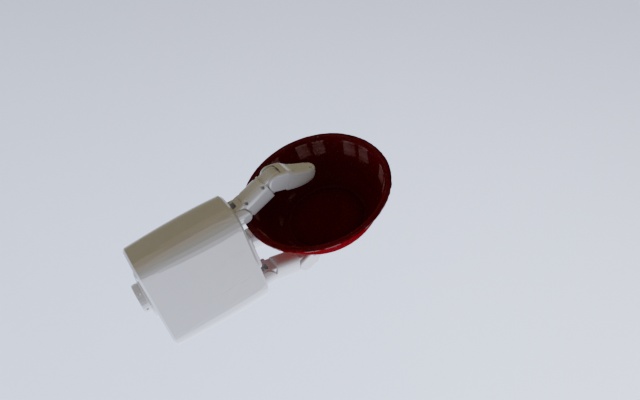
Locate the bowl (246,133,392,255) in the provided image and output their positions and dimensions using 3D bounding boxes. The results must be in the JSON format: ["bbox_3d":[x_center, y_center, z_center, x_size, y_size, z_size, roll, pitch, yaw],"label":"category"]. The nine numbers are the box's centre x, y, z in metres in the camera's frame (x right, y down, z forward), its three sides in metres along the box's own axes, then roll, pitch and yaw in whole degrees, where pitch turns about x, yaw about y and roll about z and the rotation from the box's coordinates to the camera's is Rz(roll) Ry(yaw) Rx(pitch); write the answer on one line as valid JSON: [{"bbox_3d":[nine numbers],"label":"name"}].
[{"bbox_3d":[0.001,0.001,0.518,0.162,0.162,0.055,0,-38,19],"label":"bowl"}]
